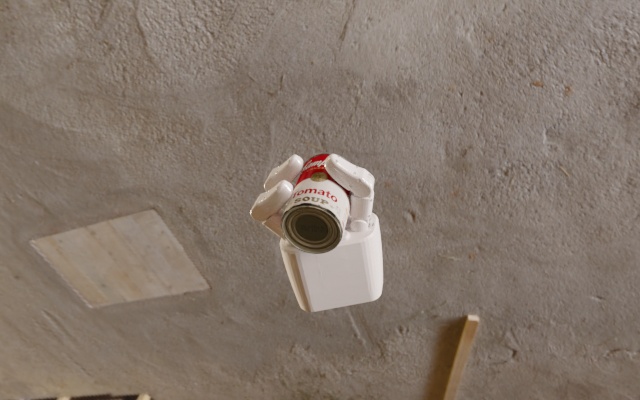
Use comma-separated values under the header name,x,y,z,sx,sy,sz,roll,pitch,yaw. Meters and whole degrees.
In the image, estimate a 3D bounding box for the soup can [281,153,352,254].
name,x,y,z,sx,sy,sz,roll,pitch,yaw
soup can,0.000,0.002,0.531,0.068,0.068,0.102,0,36,15
